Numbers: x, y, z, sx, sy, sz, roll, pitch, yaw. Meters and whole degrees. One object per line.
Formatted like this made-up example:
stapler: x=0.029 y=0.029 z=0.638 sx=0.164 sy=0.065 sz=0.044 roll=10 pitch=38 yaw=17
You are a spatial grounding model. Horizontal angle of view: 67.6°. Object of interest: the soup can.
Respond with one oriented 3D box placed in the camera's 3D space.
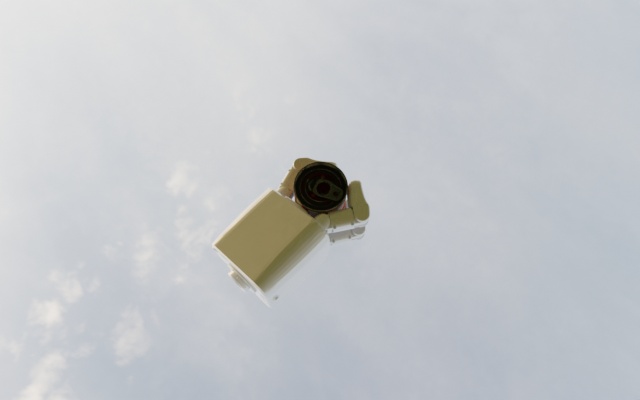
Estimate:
soup can: x=0.000 y=0.002 z=0.635 sx=0.068 sy=0.068 sz=0.102 roll=0 pitch=-23 yaw=0
